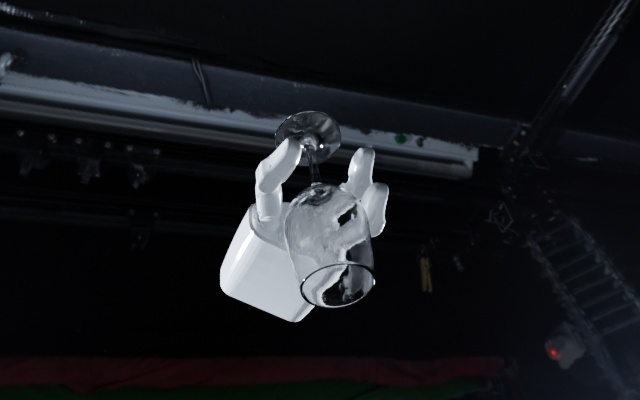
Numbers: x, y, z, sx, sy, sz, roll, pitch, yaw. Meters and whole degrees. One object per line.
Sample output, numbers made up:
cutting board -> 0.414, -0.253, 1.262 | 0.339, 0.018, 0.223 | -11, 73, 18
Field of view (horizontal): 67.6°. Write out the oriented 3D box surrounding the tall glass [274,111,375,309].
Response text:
tall glass -> 0.000, 0.001, 0.455 | 0.079, 0.079, 0.200 | 0, 43, -11
